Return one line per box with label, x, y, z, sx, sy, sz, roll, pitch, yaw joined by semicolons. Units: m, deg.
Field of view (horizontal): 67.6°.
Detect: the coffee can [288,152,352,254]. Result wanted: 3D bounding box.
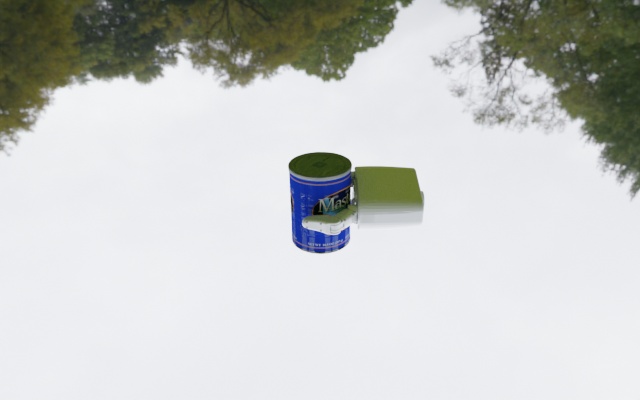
coffee can;0.000;0.003;0.796;0.103;0.140;0.102;-1;28;0
